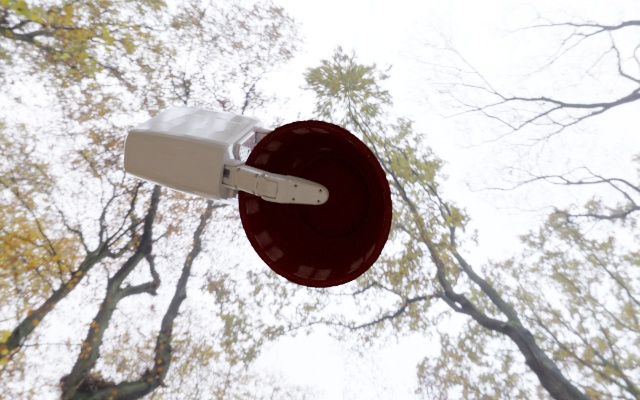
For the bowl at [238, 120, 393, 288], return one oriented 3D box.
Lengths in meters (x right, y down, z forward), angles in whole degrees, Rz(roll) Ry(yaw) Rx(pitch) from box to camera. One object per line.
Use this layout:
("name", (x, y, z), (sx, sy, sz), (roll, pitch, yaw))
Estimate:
("bowl", (0.001, 0.002, 0.474), (0.162, 0.162, 0.055), (0, 9, 25))
